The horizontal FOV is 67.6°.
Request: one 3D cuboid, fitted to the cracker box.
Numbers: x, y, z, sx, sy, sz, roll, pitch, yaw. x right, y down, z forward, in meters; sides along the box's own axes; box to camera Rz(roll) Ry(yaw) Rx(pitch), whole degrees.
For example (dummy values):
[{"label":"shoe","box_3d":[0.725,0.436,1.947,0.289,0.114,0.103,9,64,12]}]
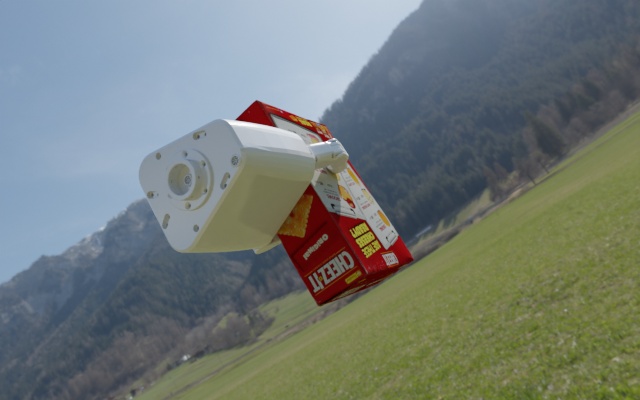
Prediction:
[{"label":"cracker box","box_3d":[0.000,0.002,0.543,0.072,0.213,0.164,-38,-17,21]}]
